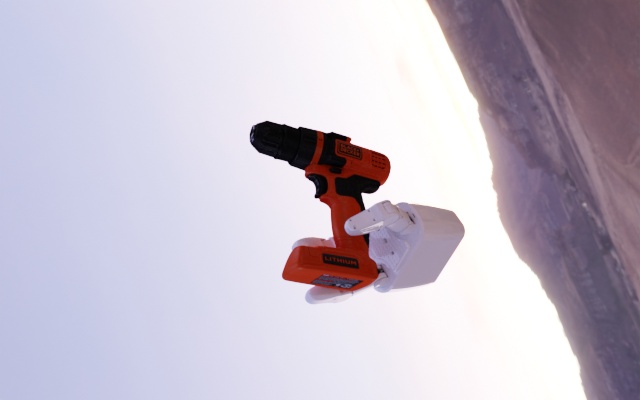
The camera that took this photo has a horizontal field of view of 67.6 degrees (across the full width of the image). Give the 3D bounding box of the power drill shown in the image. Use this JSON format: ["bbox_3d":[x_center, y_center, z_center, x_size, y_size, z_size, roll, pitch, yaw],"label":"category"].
[{"bbox_3d":[0.000,0.002,0.553,0.184,0.187,0.057,13,-28,-20],"label":"power drill"}]
